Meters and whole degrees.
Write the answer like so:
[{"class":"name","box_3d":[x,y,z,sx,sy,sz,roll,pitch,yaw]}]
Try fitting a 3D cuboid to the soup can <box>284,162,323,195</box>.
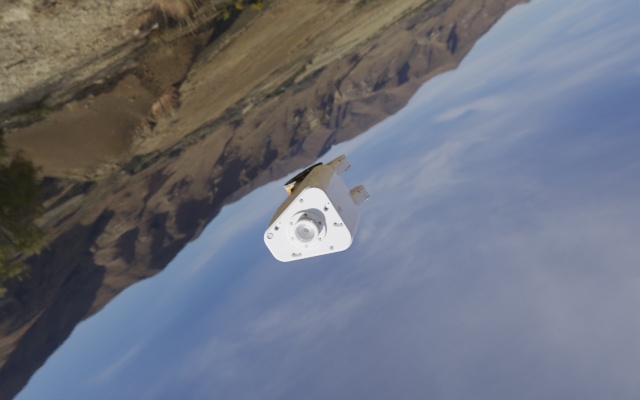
[{"class":"soup can","box_3d":[0.000,0.003,0.723,0.068,0.102,0.068,-31,10,6]}]
